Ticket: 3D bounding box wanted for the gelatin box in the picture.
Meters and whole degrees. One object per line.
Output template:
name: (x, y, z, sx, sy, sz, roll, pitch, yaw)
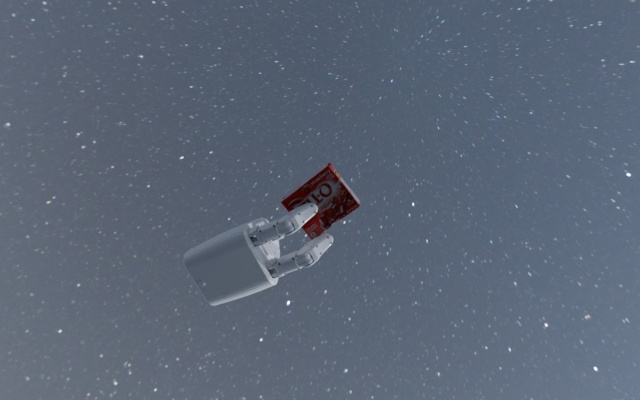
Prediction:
gelatin box: (0.000, 0.002, 0.678, 0.089, 0.073, 0.030, -36, 9, 13)
